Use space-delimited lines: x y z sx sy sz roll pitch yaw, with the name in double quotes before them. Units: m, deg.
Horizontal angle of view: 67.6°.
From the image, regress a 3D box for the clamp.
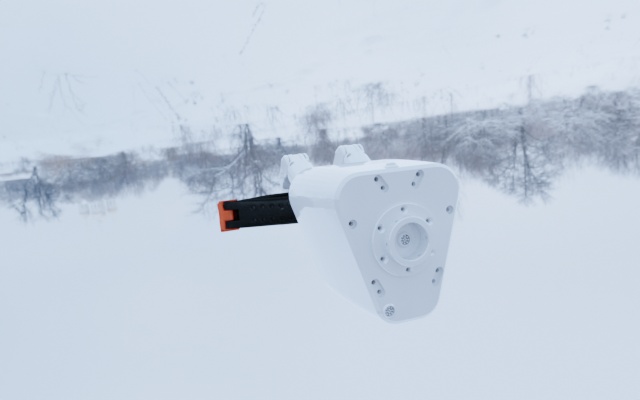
"clamp" 0.000 0.002 0.487 0.210 0.036 0.164 -7 4 -17
